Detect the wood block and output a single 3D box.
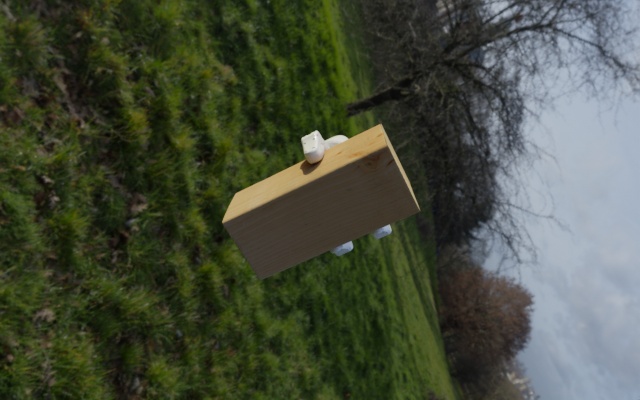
[{"bbox_3d":[0.000,0.001,0.572,0.206,0.091,0.090,-25,21,13],"label":"wood block"}]
